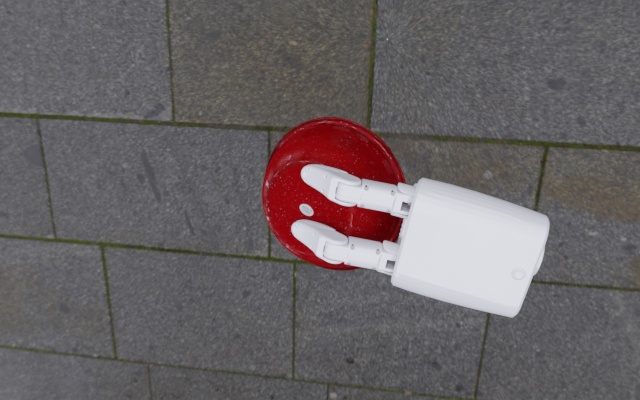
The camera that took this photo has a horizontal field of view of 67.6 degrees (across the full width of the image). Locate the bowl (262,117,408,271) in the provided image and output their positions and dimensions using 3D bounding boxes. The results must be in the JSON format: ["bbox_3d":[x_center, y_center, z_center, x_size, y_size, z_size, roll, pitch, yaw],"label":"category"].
[{"bbox_3d":[-0.001,0.002,0.469,0.162,0.162,0.055,0,13,27],"label":"bowl"}]
